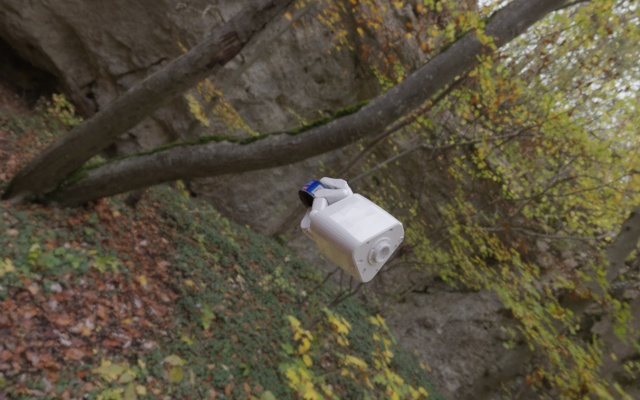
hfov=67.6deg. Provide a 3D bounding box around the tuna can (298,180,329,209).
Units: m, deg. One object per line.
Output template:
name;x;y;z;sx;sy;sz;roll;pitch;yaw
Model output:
tuna can;0.000;0.003;0.892;0.033;0.086;0.086;-43;15;-17
